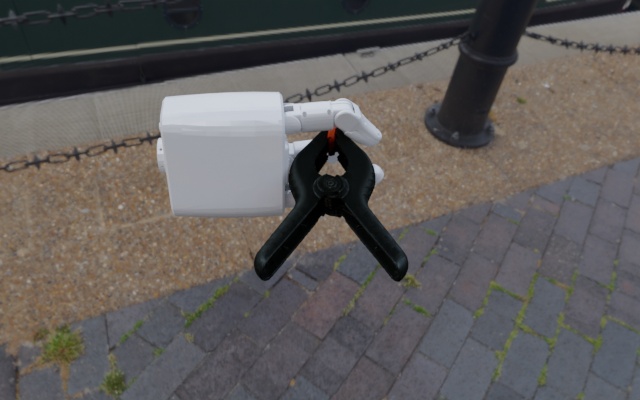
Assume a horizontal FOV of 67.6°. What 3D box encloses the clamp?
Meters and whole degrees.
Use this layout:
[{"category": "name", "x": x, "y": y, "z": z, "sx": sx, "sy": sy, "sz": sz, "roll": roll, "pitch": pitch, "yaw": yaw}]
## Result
[{"category": "clamp", "x": 0.000, "y": 0.001, "z": 0.418, "sx": 0.120, "sy": 0.171, "sz": 0.039, "roll": -3, "pitch": -43, "yaw": -8}]
